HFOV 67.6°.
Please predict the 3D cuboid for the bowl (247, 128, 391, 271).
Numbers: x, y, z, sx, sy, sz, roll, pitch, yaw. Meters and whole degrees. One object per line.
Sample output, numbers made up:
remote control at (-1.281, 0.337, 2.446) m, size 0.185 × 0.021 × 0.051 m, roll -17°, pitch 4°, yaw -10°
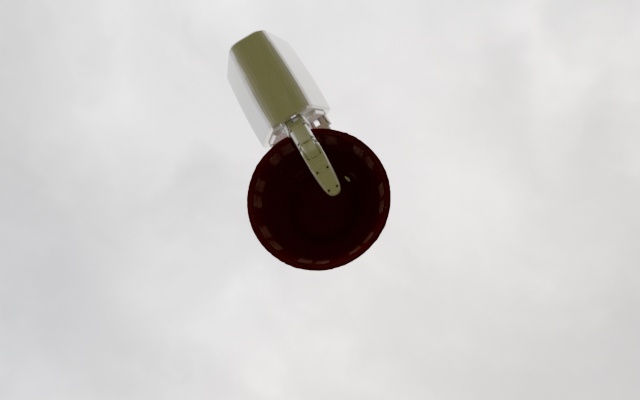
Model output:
bowl at (0.000, 0.003, 0.551) m, size 0.162 × 0.162 × 0.055 m, roll 0°, pitch -12°, yaw 8°
